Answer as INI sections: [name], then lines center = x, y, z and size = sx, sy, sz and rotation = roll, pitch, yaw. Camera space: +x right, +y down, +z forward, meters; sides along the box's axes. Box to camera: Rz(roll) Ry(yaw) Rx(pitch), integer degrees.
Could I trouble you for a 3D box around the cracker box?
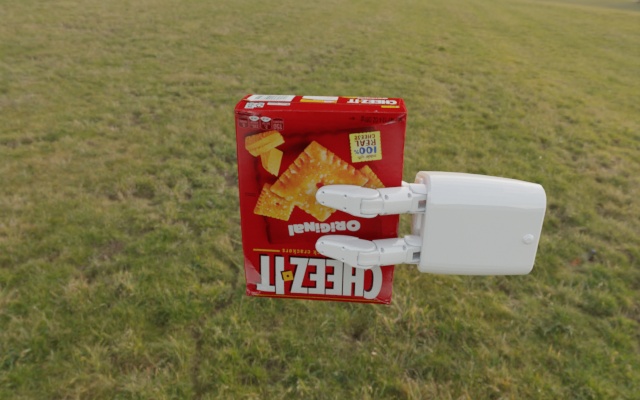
[cracker box]
center = 0.000, 0.001, 0.503
size = 0.164, 0.214, 0.072
rotation = 3, 24, 5
